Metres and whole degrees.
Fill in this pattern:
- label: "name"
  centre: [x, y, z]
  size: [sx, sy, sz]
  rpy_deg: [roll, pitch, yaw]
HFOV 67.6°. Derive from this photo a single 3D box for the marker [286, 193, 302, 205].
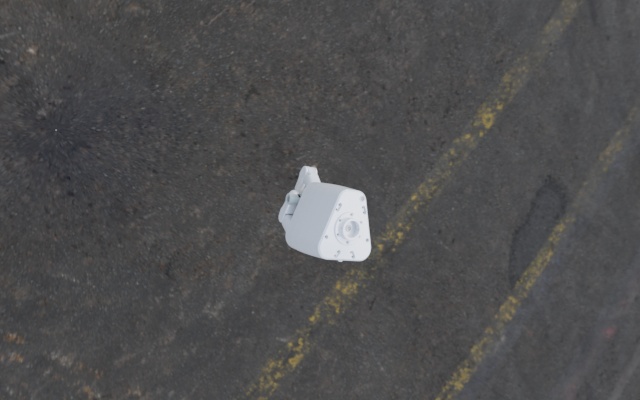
- label: "marker"
  centre: [0.000, 0.003, 0.796]
  size: [0.121, 0.020, 0.020]
  rpy_deg: [6, -3, -29]
